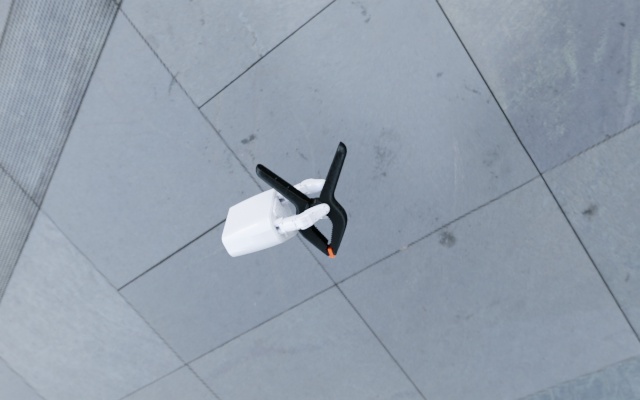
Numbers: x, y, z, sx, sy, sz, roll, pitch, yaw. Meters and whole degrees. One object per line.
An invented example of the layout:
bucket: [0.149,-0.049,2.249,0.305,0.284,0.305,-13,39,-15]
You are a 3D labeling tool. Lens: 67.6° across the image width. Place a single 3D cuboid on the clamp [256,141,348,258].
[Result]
clamp: [0.000,0.004,0.841,0.164,0.210,0.036,-20,19,18]
